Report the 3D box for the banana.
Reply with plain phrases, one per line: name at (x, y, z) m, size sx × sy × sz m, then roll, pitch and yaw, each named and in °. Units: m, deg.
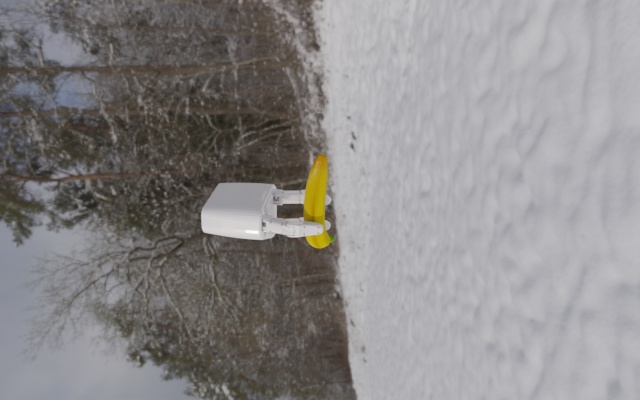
banana at (-0.005, 0.017, 0.811) m, size 0.037 × 0.198 × 0.069 m, roll 10°, pitch 42°, yaw 15°
